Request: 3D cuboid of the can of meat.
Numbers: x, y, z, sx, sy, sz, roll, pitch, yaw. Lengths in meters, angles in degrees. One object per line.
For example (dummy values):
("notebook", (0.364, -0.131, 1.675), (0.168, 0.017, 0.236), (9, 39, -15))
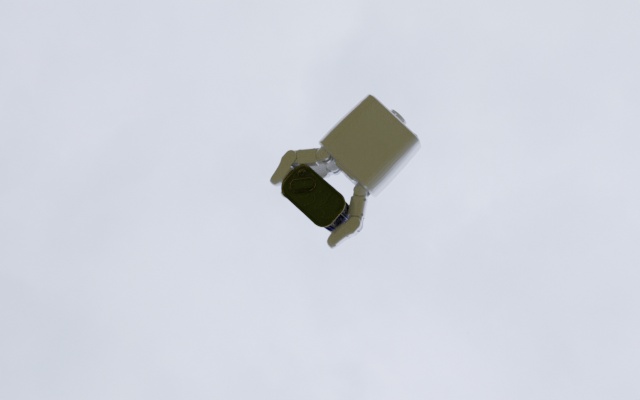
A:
("can of meat", (0.000, 0.003, 0.721), (0.102, 0.057, 0.084), (41, 0, 22))
